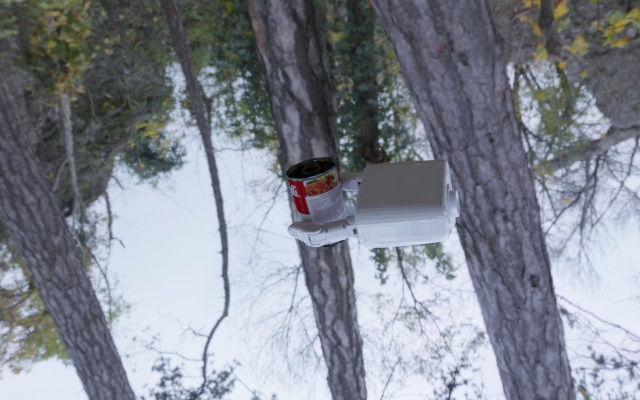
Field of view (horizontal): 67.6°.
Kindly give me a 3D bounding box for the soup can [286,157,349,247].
[{"bbox_3d":[0.000,0.002,0.633,0.068,0.102,0.068,-13,24,6],"label":"soup can"}]
